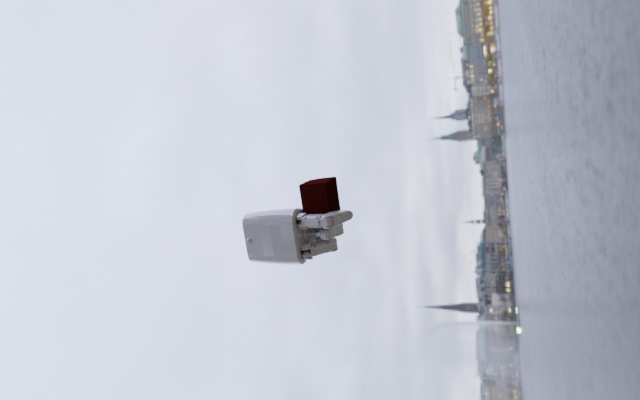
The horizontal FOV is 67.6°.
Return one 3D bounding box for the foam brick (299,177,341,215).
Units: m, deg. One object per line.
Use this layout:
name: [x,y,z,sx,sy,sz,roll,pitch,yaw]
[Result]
foam brick: [0.000,0.002,0.832,0.051,0.078,0.053,-3,12,25]
